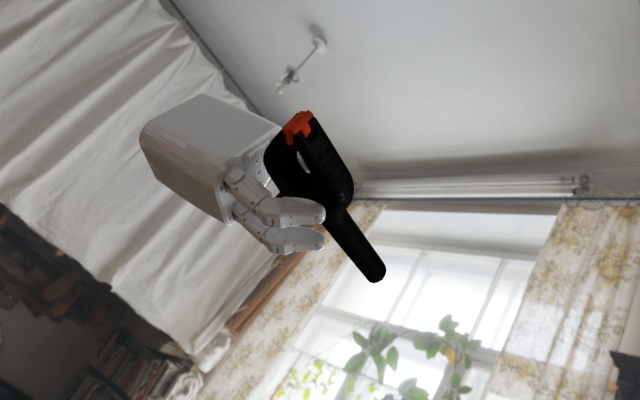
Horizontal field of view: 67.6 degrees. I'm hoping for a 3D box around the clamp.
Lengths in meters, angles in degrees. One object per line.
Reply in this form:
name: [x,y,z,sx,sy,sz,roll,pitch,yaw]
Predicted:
clamp: [0.000,0.001,0.468,0.164,0.036,0.210,29,-28,17]
